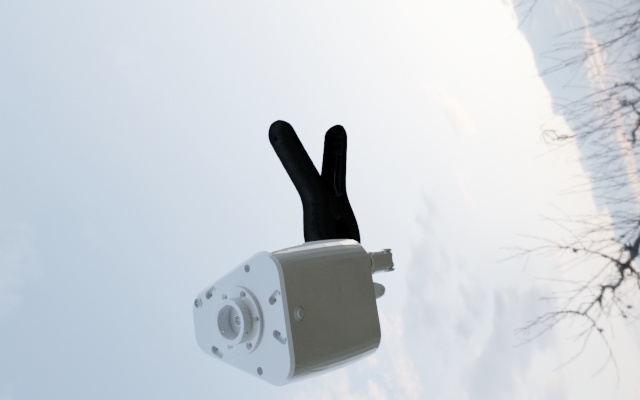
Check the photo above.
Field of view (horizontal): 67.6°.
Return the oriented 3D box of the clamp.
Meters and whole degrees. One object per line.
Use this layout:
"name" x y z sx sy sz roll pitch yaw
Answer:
"clamp" 0.000 0.002 0.451 0.039 0.171 0.120 -17 -12 37
